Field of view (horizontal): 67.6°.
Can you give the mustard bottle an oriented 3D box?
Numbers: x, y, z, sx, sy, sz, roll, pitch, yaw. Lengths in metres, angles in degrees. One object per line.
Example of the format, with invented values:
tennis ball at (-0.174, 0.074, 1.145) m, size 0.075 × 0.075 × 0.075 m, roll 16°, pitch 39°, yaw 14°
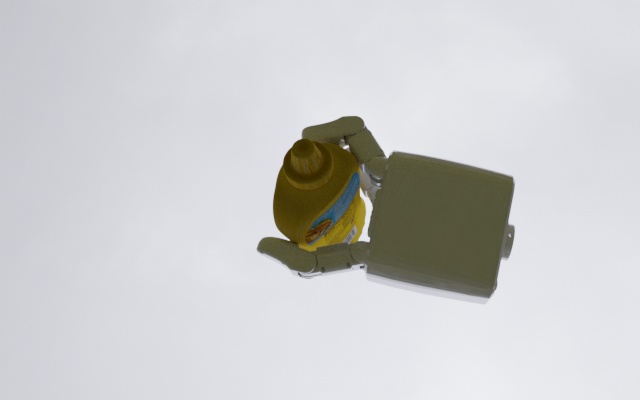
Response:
mustard bottle at (0.000, 0.001, 0.448) m, size 0.058 × 0.096 × 0.192 m, roll 35°, pitch -16°, yaw 22°
